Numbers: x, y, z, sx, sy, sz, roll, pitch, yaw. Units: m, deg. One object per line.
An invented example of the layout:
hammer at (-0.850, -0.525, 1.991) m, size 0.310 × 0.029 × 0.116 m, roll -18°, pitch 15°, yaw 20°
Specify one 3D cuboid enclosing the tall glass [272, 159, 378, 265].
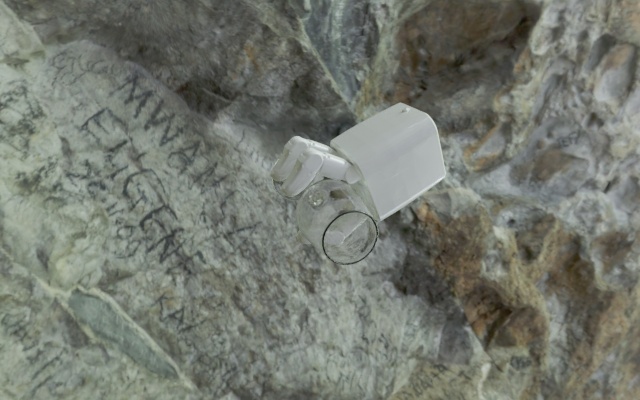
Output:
tall glass at (0.000, 0.002, 0.572) m, size 0.079 × 0.079 × 0.201 m, roll 0°, pitch 22°, yaw -19°
